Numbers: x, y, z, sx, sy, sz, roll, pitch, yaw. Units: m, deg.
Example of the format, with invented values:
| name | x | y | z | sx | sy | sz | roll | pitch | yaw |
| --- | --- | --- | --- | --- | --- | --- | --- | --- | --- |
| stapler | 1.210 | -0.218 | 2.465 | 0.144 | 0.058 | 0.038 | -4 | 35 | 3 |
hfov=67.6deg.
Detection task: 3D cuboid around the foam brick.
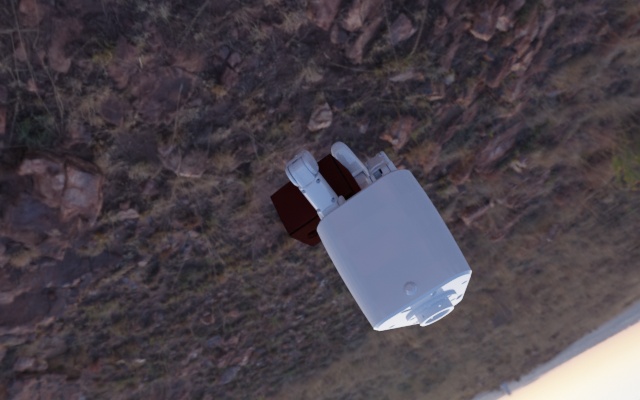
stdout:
| name | x | y | z | sx | sy | sz | roll | pitch | yaw |
| --- | --- | --- | --- | --- | --- | --- | --- | --- | --- |
| foam brick | 0.000 | 0.002 | 0.478 | 0.078 | 0.051 | 0.053 | -35 | -27 | 12 |
